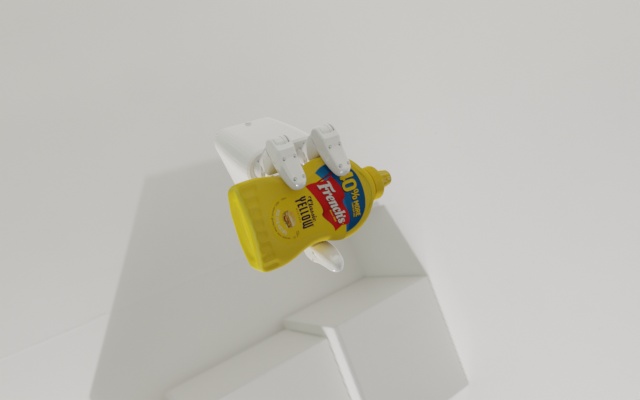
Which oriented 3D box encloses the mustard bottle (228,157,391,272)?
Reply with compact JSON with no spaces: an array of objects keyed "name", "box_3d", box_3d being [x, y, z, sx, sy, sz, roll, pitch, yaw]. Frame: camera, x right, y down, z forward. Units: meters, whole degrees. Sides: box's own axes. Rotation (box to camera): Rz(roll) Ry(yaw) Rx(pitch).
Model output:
[{"name":"mustard bottle","box_3d":[0.000,0.002,0.531,0.191,0.096,0.058,-21,10,-27]}]
